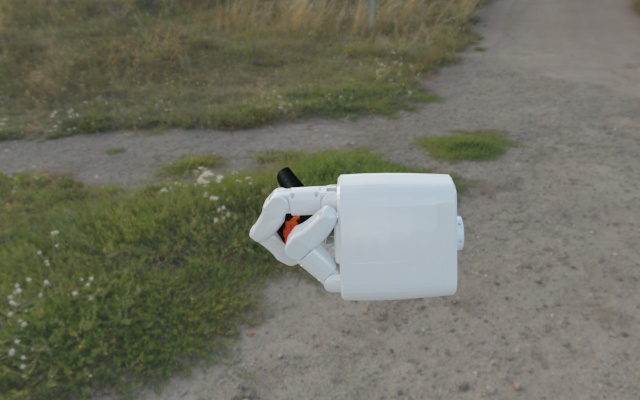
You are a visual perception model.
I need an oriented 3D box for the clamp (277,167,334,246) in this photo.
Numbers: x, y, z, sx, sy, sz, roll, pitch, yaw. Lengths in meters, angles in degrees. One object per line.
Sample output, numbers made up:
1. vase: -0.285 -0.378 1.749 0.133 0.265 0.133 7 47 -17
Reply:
1. clamp: 0.000 0.001 0.537 0.120 0.039 0.171 -2 25 6
